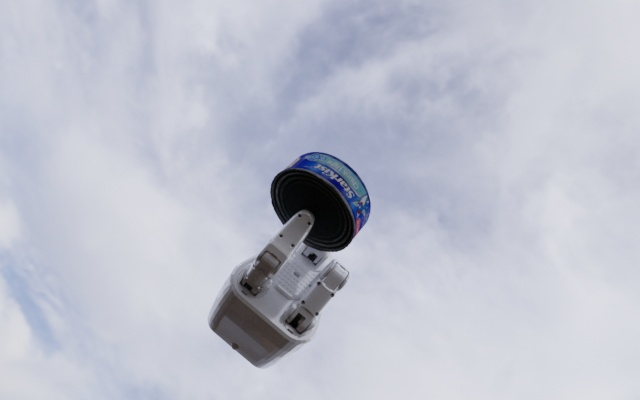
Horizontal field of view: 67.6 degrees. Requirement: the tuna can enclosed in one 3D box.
[{"bbox_3d":[0.000,0.001,0.416,0.086,0.086,0.033,0,33,40],"label":"tuna can"}]
